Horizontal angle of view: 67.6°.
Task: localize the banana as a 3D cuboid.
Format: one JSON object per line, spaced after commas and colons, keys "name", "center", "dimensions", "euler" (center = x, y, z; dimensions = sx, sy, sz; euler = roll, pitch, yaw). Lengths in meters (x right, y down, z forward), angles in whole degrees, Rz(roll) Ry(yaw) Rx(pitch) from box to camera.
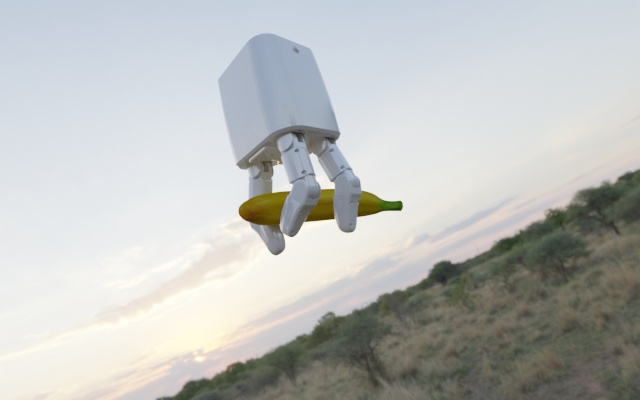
{"name": "banana", "center": [-0.006, 0.004, 0.526], "dimensions": [0.198, 0.037, 0.069], "euler": [-4, -7, -30]}
